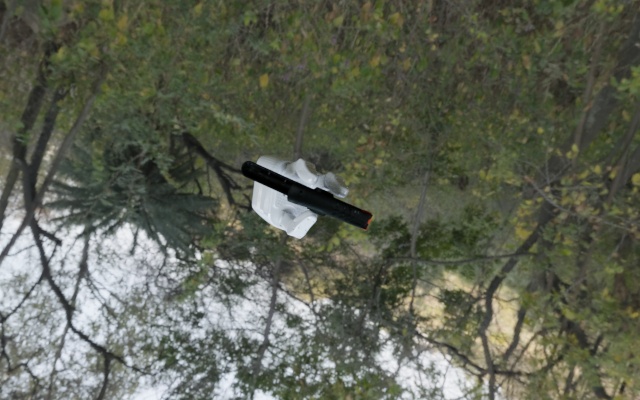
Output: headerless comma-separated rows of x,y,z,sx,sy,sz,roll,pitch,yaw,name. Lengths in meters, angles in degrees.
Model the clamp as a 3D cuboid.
0.000,0.003,0.687,0.210,0.036,0.164,23,3,-28,clamp
